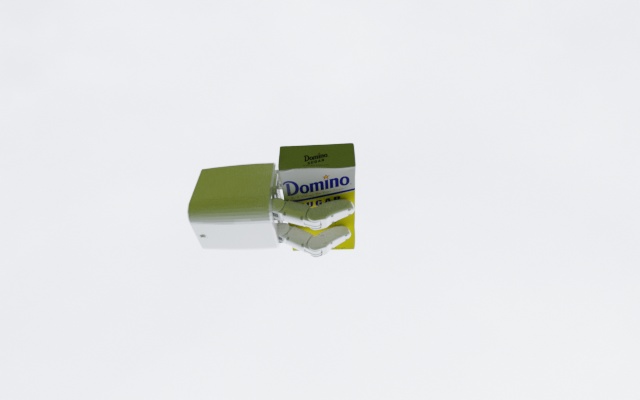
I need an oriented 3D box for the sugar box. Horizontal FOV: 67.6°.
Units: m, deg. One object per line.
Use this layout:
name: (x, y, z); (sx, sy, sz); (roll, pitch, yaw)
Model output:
sugar box: (0.000, 0.003, 0.628); (0.093, 0.048, 0.176); (-3, -37, 3)
